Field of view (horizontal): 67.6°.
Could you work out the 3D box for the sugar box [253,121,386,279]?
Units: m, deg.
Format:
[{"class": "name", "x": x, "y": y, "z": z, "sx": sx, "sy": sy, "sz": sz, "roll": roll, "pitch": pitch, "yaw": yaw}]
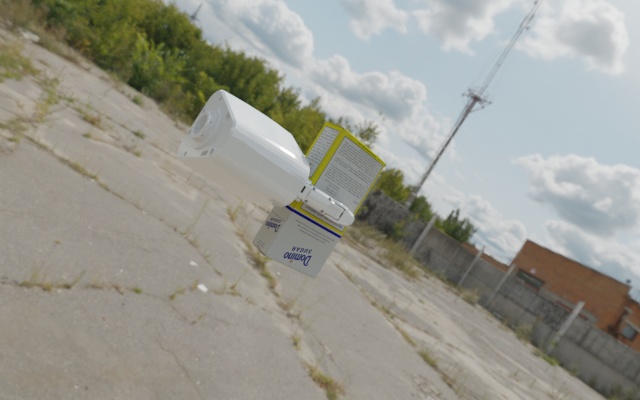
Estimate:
[{"class": "sugar box", "x": 0.000, "y": 0.002, "z": 0.595, "sx": 0.093, "sy": 0.176, "sz": 0.048, "roll": 33, "pitch": 2, "yaw": -39}]
